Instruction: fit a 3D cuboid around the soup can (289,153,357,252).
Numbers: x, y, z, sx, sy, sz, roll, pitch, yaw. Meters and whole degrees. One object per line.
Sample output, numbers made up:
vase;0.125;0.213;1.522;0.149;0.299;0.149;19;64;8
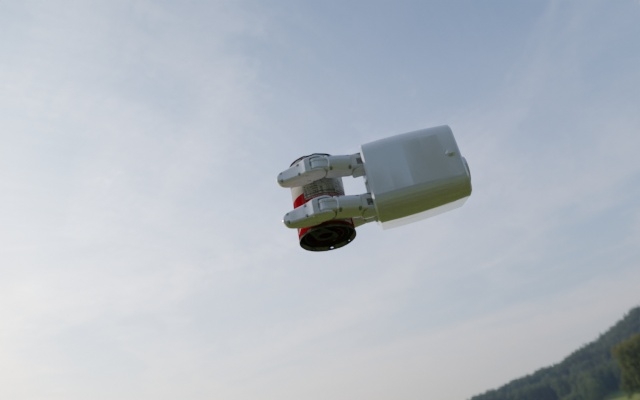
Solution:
soup can;0.000;0.002;0.579;0.068;0.102;0.068;-9;-29;-5
